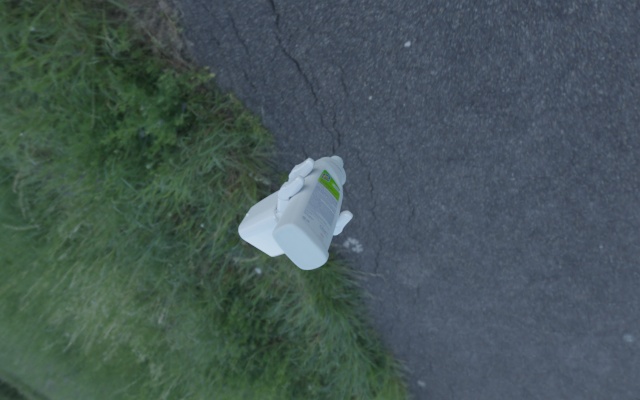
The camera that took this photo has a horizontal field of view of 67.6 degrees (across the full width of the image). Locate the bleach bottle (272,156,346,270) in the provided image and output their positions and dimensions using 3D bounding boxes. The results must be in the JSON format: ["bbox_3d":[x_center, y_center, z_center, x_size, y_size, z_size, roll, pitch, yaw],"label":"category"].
[{"bbox_3d":[0.000,0.003,0.872,0.068,0.102,0.250,-26,24,36],"label":"bleach bottle"}]
